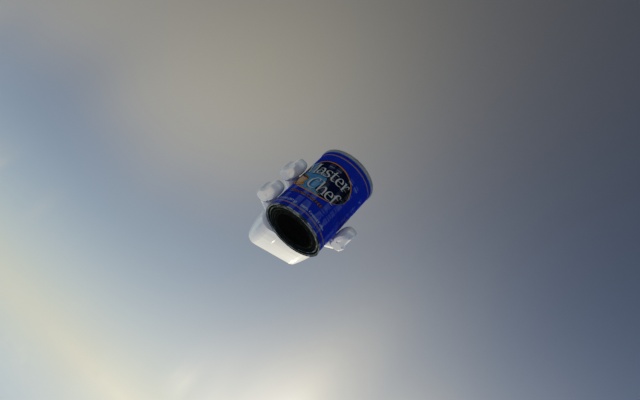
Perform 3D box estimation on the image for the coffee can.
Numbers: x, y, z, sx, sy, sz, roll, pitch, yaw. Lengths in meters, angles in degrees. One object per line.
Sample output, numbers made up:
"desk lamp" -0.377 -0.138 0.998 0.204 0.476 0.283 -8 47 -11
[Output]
"coffee can" 0.000 0.002 0.735 0.103 0.103 0.140 0 38 50
